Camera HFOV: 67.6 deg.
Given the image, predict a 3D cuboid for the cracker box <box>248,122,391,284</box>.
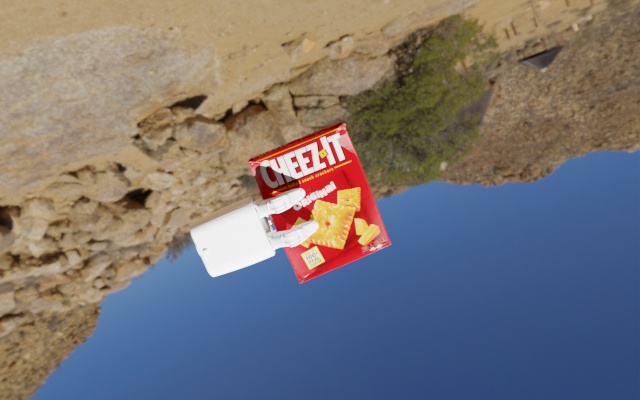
[{"bbox_3d":[0.000,0.003,0.771,0.164,0.214,0.072,-22,9,0],"label":"cracker box"}]
